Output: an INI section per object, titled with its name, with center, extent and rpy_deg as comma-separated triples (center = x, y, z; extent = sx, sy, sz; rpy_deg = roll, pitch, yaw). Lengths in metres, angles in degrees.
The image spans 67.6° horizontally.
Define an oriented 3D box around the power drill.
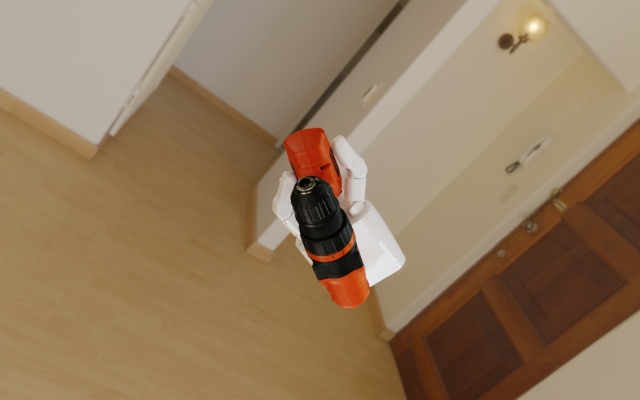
[power drill]
center = 0.000, 0.002, 0.530
extent = 0.057, 0.185, 0.187
rpy_deg = -15, 43, 4
